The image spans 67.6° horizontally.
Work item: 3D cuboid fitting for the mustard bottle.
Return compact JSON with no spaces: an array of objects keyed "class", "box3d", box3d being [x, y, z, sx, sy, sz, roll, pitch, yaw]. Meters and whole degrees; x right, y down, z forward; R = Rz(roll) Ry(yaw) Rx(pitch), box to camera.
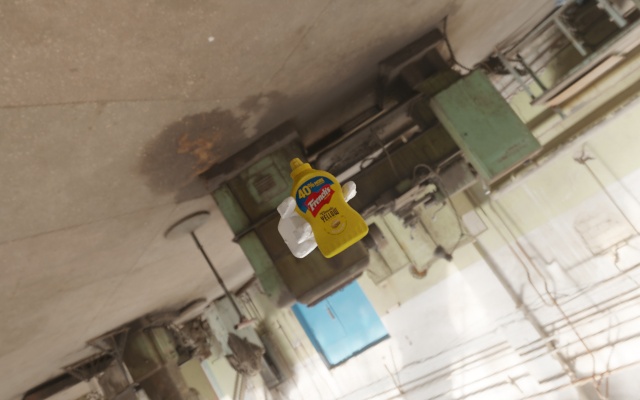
[{"class":"mustard bottle","box3d":[0.000,0.003,0.885,0.096,0.191,0.058,-32,-12,-2]}]
